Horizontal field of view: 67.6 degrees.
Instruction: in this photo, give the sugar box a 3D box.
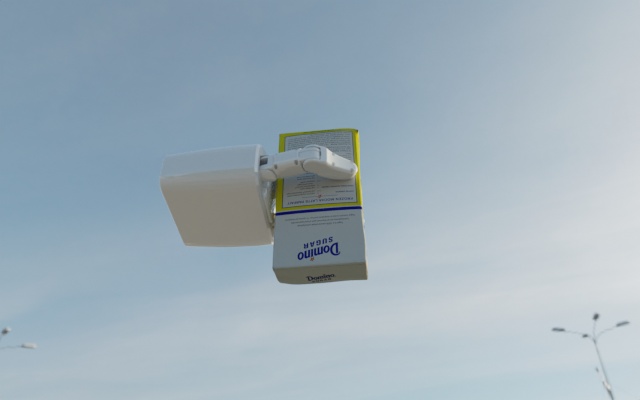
[{"bbox_3d":[0.000,0.002,0.515,0.093,0.176,0.048,-4,-33,6],"label":"sugar box"}]
